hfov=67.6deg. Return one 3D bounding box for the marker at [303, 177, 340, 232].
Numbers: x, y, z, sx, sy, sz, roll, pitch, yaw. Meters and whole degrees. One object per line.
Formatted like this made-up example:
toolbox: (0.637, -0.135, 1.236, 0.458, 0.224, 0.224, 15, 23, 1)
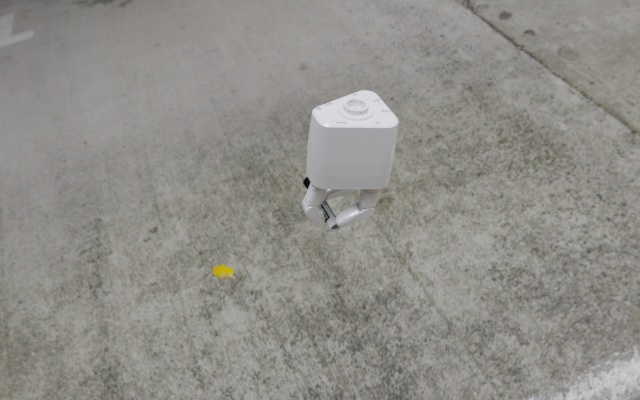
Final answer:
marker: (0.000, 0.003, 0.768, 0.020, 0.020, 0.121, 0, 41, -30)
